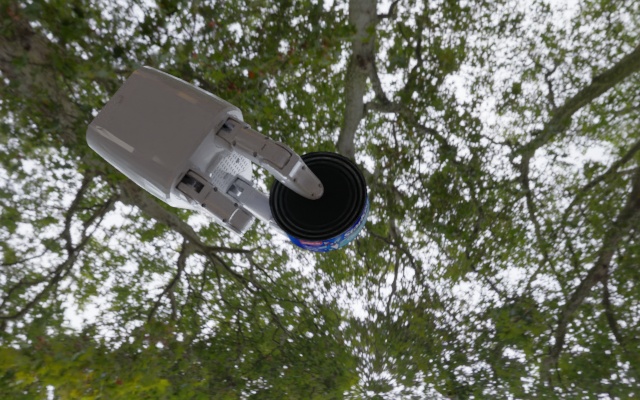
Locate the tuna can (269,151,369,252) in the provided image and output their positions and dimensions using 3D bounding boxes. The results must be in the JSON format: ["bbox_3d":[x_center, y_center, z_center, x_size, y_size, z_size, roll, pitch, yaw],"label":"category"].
[{"bbox_3d":[0.000,0.002,0.423,0.086,0.086,0.034,0,-25,11],"label":"tuna can"}]
